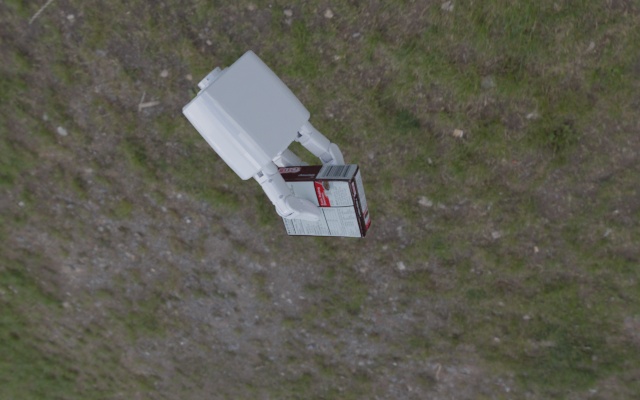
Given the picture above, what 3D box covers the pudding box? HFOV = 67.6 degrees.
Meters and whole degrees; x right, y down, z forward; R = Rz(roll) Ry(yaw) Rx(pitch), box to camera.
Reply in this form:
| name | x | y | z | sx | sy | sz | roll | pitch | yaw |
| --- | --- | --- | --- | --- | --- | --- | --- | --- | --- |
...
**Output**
| name | x | y | z | sx | sy | sz | roll | pitch | yaw |
| --- | --- | --- | --- | --- | --- | --- | --- | --- | --- |
| pudding box | 0.000 | 0.002 | 0.607 | 0.113 | 0.090 | 0.039 | 1 | 36 | 25 |
